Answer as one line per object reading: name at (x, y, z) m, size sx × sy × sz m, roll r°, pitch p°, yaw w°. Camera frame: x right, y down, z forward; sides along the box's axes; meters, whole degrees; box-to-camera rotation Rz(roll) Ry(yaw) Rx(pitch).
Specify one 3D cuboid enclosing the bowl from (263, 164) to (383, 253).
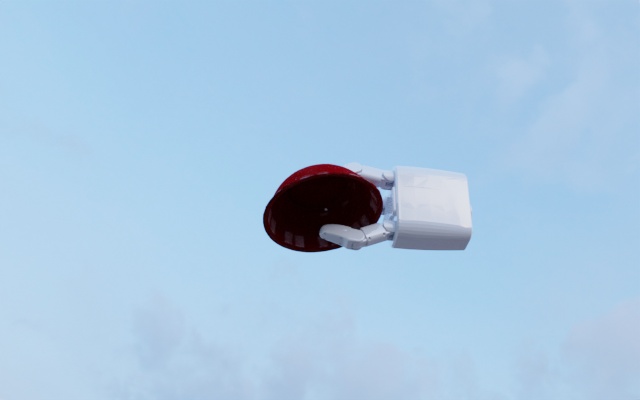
bowl at (-0.001, 0.002, 0.646) m, size 0.162 × 0.055 × 0.162 m, roll -8°, pitch -41°, yaw -7°
